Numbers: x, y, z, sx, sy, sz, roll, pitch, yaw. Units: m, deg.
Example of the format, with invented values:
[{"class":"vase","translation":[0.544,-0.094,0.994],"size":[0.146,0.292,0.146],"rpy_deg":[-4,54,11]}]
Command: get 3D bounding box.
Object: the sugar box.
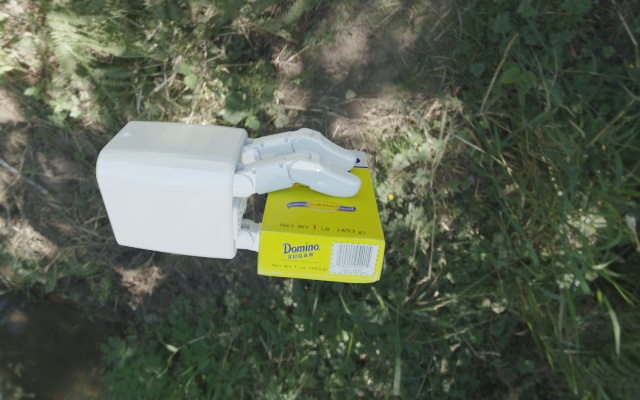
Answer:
[{"class":"sugar box","translation":[0.000,0.001,0.424],"size":[0.093,0.048,0.176],"rpy_deg":[5,30,-4]}]
